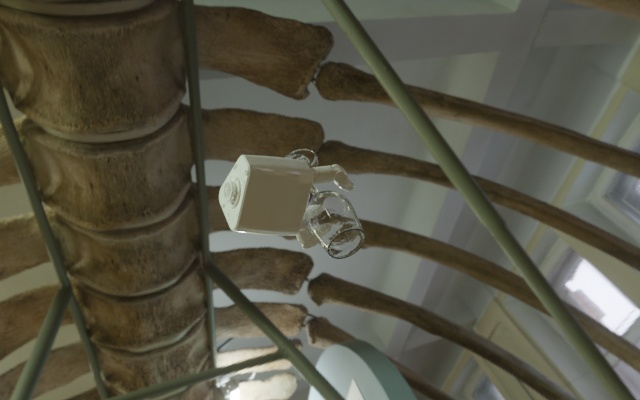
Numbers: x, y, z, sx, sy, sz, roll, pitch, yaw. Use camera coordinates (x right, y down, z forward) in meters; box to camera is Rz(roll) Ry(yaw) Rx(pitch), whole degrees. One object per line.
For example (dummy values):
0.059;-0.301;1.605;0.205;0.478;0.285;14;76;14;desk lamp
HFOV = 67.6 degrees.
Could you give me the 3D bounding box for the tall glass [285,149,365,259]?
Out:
0.000;0.002;0.772;0.079;0.079;0.201;0;39;-31;tall glass
